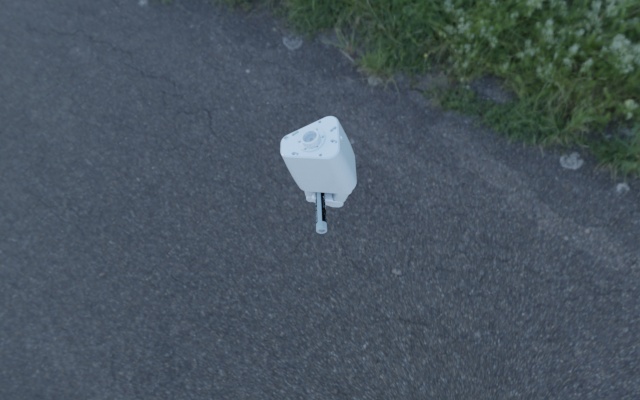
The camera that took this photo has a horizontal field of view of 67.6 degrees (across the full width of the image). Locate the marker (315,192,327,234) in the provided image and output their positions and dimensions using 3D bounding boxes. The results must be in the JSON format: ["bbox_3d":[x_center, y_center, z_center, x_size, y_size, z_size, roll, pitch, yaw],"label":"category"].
[{"bbox_3d":[0.000,0.003,0.864,0.020,0.121,0.020,-1,-32,-1],"label":"marker"}]
